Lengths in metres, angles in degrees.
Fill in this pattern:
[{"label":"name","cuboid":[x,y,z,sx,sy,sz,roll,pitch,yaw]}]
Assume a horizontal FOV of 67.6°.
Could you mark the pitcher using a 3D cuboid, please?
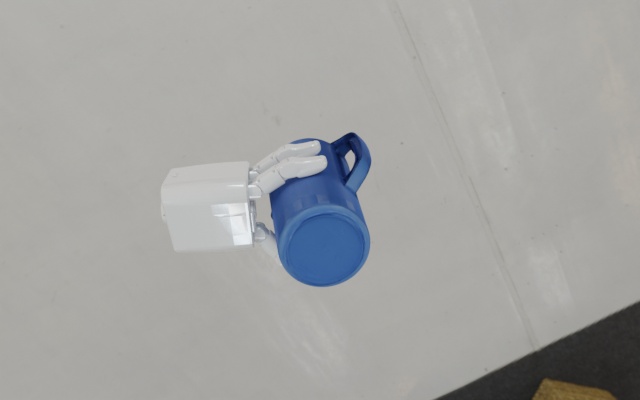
[{"label":"pitcher","cuboid":[0.000,0.002,0.646,0.145,0.149,0.242,-3,23,-6]}]
